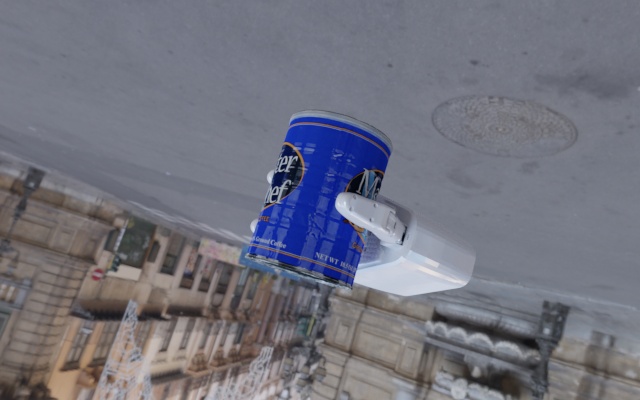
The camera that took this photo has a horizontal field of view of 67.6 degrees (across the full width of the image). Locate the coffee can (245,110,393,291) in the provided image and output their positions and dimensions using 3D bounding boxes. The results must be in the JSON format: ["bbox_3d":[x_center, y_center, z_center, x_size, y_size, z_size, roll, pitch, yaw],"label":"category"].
[{"bbox_3d":[0.000,0.001,0.447,0.103,0.140,0.103,17,-11,3],"label":"coffee can"}]
